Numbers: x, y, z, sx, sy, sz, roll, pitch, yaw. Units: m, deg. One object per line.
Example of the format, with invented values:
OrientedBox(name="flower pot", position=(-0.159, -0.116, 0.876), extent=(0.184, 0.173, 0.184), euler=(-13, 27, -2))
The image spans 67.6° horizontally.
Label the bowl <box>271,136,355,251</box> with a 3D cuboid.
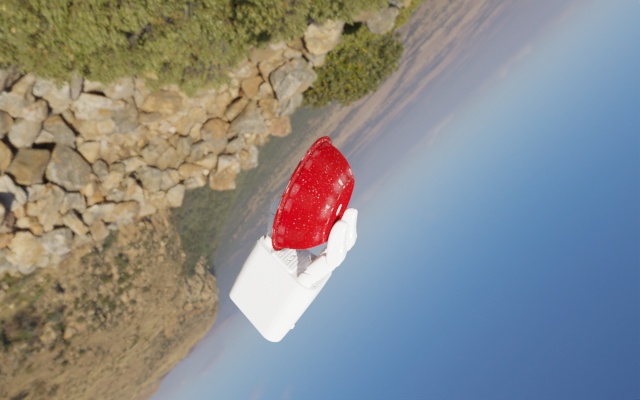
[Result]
OrientedBox(name="bowl", position=(0.001, 0.001, 0.608), extent=(0.055, 0.162, 0.162), euler=(24, 5, 12))
